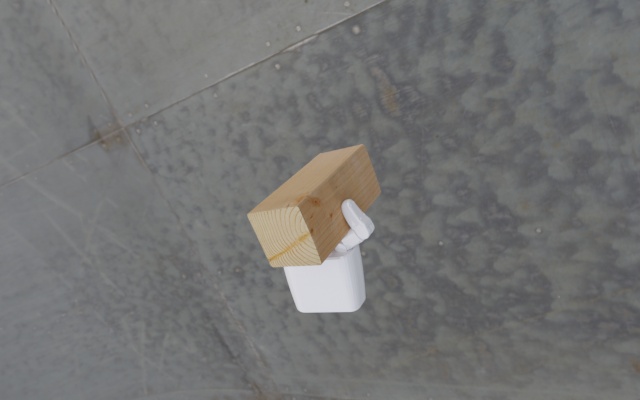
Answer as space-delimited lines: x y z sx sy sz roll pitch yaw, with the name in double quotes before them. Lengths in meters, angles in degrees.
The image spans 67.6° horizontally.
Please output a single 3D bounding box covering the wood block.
"wood block" 0.000 0.003 0.704 0.091 0.090 0.206 -8 24 35
